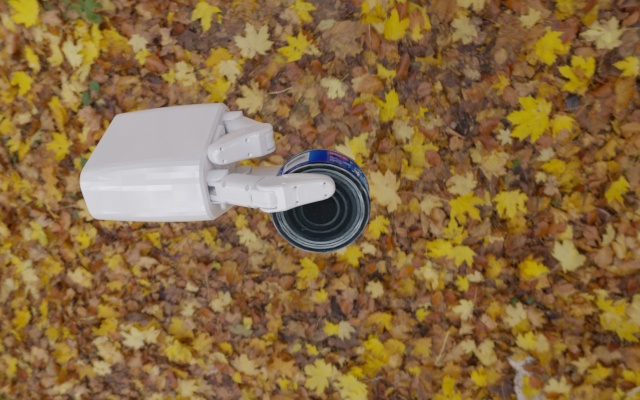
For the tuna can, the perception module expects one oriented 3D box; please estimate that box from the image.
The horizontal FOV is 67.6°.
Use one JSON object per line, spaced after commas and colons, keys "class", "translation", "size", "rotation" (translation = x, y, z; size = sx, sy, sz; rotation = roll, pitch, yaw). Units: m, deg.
{"class": "tuna can", "translation": [0.000, 0.002, 0.407], "size": [0.086, 0.086, 0.033], "rotation": [0, 25, 2]}
